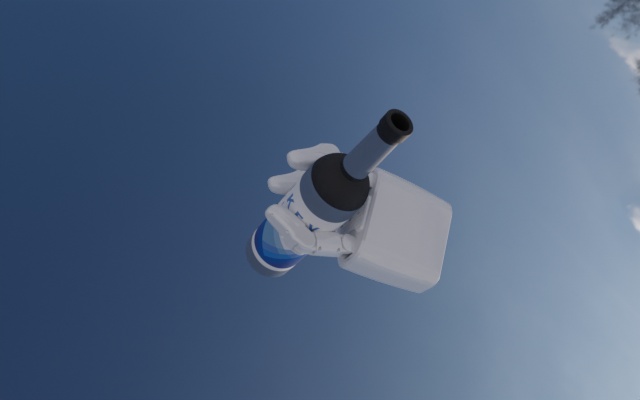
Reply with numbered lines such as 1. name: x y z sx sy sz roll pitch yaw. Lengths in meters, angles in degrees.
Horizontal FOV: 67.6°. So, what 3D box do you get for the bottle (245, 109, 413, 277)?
1. bottle: 0.000 0.002 0.510 0.069 0.069 0.296 0 -27 -31
